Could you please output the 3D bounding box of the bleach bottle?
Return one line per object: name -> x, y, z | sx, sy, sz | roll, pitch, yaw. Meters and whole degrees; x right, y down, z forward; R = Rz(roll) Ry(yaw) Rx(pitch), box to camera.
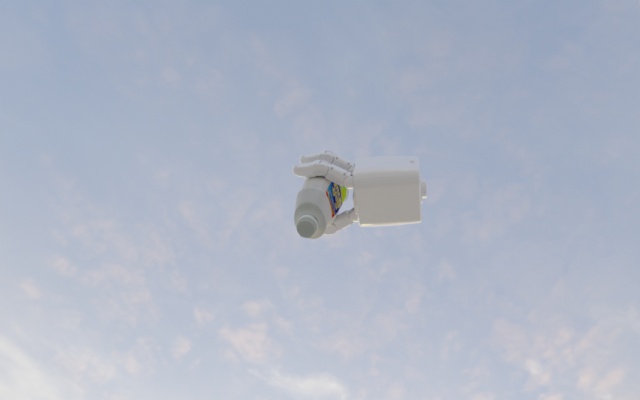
bleach bottle -> 0.000, 0.003, 0.808 | 0.068, 0.103, 0.250 | -2, 22, 11
